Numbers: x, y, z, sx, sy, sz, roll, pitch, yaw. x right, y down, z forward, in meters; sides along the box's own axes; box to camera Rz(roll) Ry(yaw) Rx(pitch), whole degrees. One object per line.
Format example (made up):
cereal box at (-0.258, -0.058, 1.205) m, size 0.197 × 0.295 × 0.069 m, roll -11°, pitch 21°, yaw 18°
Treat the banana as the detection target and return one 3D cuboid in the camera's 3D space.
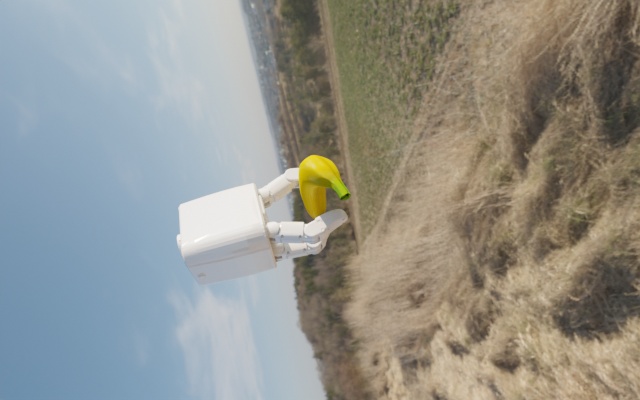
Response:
banana at (-0.005, -0.016, 0.598) m, size 0.037 × 0.069 × 0.198 m, roll -16°, pitch -6°, yaw -9°
